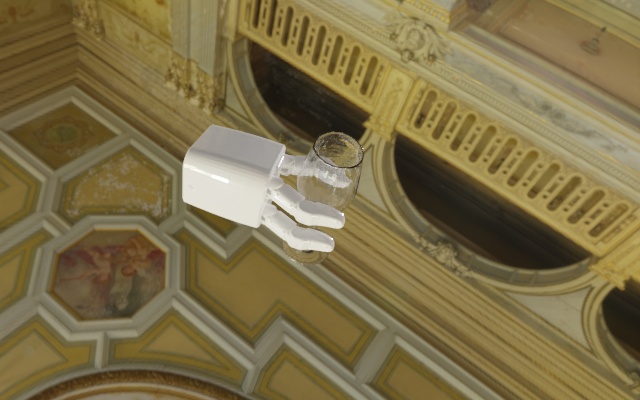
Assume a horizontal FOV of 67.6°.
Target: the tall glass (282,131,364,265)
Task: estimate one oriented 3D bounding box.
[{"bbox_3d":[0.000,0.003,0.635,0.079,0.079,0.201,0,-39,-17],"label":"tall glass"}]
